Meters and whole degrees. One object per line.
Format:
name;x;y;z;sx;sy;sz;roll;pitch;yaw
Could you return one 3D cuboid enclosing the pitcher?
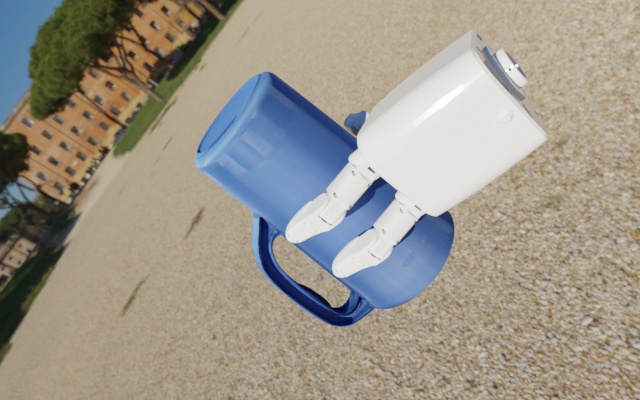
pitcher;0.000;0.001;0.464;0.243;0.149;0.145;38;-54;-23
